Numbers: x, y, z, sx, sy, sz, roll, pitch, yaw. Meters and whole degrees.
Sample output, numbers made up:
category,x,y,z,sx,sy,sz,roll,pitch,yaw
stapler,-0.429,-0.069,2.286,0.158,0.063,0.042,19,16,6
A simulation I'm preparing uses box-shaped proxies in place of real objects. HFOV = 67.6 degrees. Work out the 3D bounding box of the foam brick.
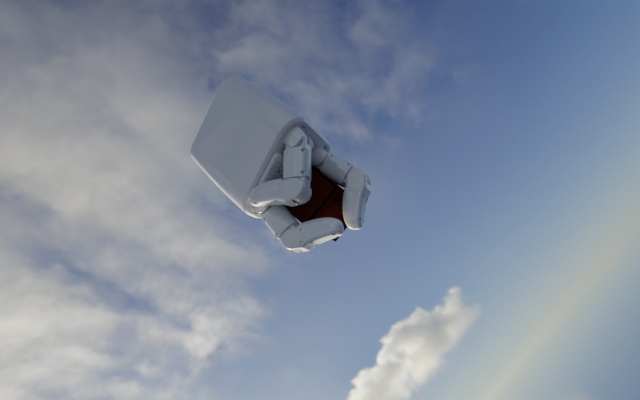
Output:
category,x,y,z,sx,sy,sz,roll,pitch,yaw
foam brick,0.000,0.002,0.505,0.051,0.053,0.078,39,2,28
